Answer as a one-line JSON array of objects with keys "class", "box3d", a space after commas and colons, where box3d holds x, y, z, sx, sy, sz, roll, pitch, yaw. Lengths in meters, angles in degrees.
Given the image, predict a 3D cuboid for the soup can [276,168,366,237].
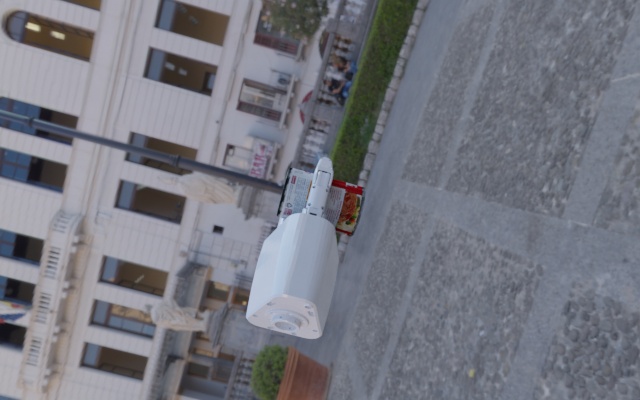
[{"class": "soup can", "box3d": [0.000, 0.001, 0.621, 0.102, 0.068, 0.068, 15, -1, -4]}]
